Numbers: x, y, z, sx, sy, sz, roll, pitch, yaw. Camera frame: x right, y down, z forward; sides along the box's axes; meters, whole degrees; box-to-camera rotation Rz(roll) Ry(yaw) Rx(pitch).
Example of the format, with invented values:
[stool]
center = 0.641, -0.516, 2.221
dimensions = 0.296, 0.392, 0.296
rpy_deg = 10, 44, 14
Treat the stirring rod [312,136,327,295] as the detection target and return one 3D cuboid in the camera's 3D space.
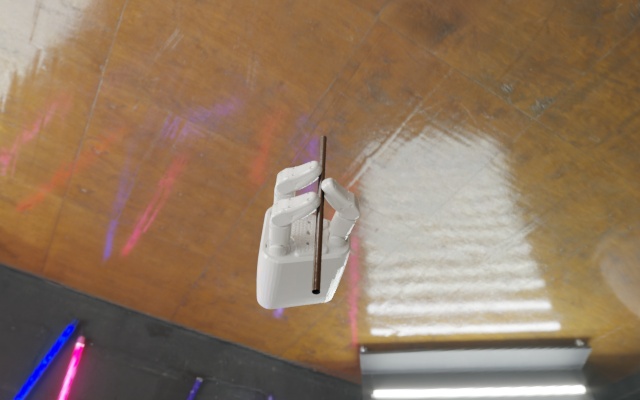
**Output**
[stirring rod]
center = 0.000, 0.002, 0.522
dimensions = 0.011, 0.011, 0.239
rpy_deg = 0, 43, 3
